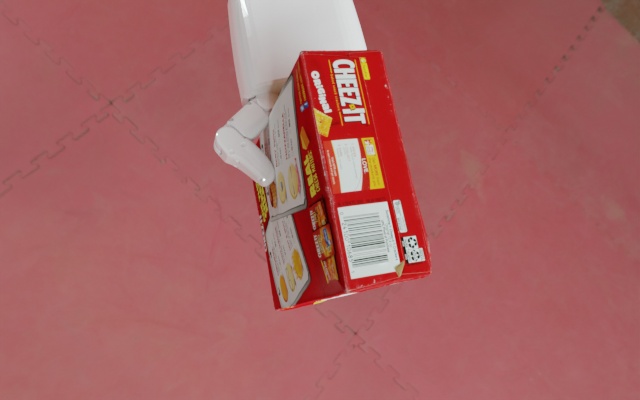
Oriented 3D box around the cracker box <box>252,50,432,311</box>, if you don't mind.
[{"bbox_3d":[0.000,0.001,0.405,0.072,0.164,0.214,-7,-13,-19],"label":"cracker box"}]
